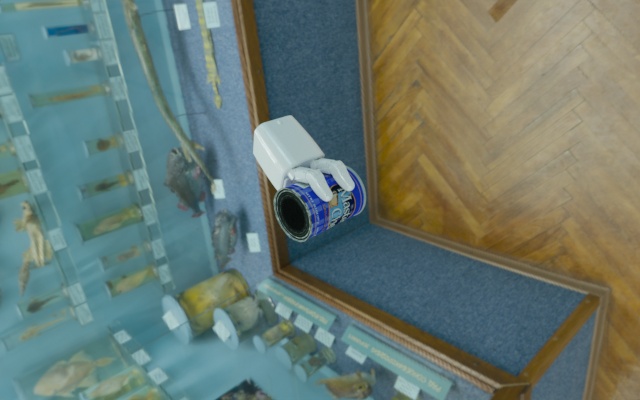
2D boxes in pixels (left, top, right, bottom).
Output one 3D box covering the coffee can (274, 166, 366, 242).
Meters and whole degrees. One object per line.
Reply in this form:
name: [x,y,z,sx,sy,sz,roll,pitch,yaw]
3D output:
coffee can: [0.000,0.003,0.881,0.140,0.103,0.103,-25,15,-37]
